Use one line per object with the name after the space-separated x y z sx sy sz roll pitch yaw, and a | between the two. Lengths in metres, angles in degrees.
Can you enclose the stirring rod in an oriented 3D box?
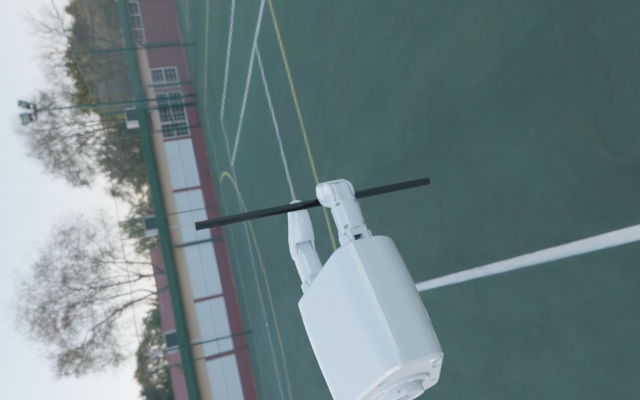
0.000 0.002 0.466 0.239 0.011 0.011 -11 3 -17 | stirring rod
